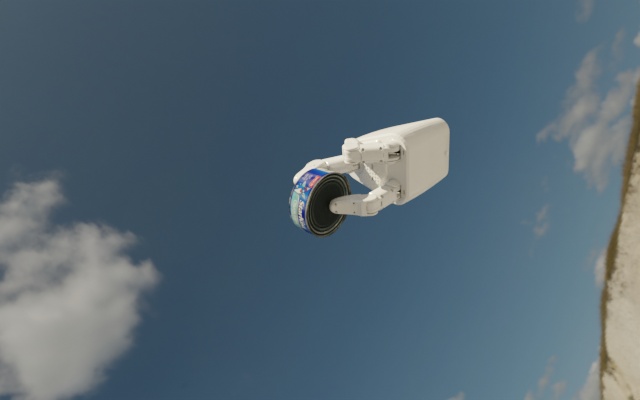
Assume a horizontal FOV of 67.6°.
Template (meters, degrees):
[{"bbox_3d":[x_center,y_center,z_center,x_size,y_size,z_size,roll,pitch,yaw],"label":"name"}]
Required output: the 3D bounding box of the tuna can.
[{"bbox_3d":[0.000,0.002,0.612,0.033,0.086,0.086,20,12,38],"label":"tuna can"}]
